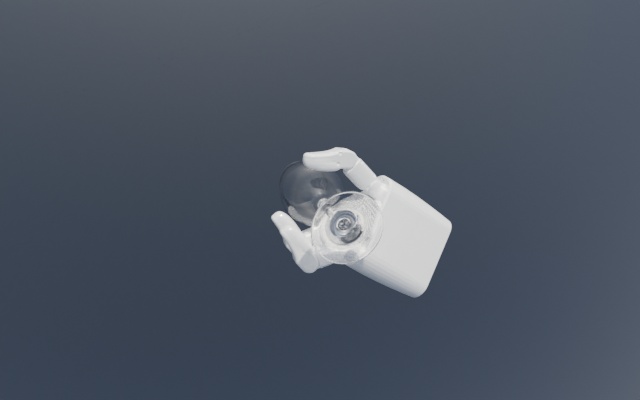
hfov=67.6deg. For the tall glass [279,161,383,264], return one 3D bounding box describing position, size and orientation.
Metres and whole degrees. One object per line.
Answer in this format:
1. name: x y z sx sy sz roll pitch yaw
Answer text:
1. tall glass: 0.000 0.002 0.552 0.079 0.079 0.201 0 15 -16
